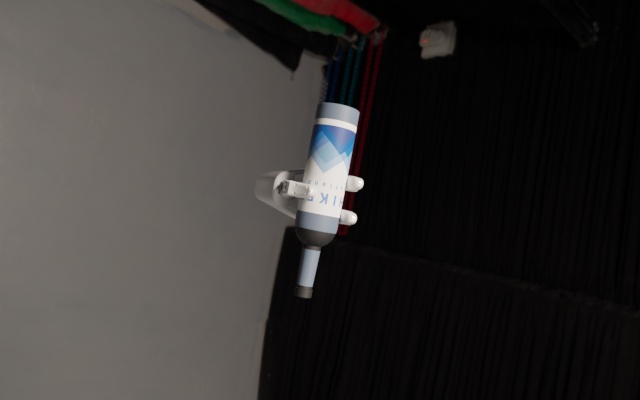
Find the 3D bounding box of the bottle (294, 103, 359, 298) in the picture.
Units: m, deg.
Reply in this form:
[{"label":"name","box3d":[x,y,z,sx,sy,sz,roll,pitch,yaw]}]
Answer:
[{"label":"bottle","box3d":[0.000,0.002,0.736,0.069,0.295,0.069,11,-2,0]}]
